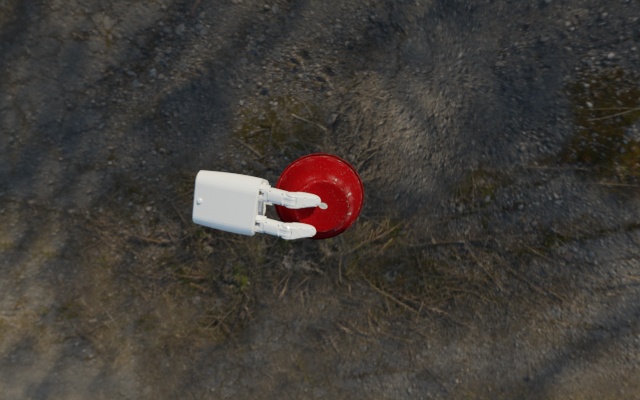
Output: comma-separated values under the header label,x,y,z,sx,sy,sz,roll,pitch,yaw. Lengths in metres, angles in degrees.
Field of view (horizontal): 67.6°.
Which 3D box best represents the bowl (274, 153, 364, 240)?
label,x,y,z,sx,sy,sz,roll,pitch,yaw
bowl,0.001,0.003,0.827,0.162,0.162,0.055,0,18,-5
